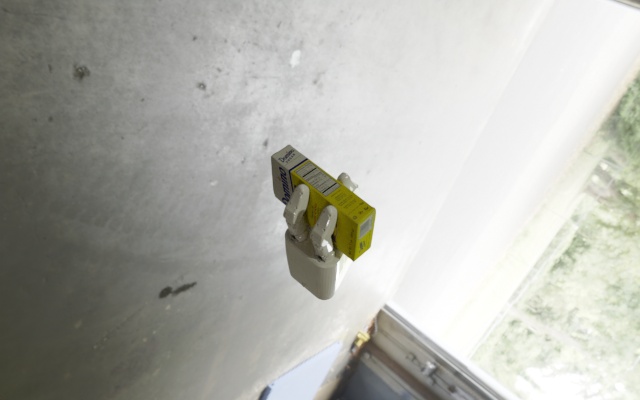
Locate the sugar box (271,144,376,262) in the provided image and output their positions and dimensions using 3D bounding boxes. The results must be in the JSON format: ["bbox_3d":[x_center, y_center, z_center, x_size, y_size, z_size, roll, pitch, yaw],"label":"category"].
[{"bbox_3d":[0.000,0.003,0.699,0.176,0.093,0.048,35,57,26],"label":"sugar box"}]
